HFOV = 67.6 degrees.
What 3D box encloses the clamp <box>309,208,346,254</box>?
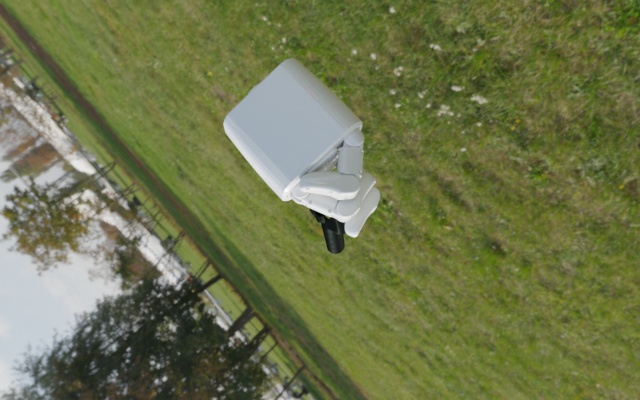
[{"bbox_3d":[0.000,0.002,0.602,0.039,0.120,0.171,-38,-10,-17],"label":"clamp"}]
